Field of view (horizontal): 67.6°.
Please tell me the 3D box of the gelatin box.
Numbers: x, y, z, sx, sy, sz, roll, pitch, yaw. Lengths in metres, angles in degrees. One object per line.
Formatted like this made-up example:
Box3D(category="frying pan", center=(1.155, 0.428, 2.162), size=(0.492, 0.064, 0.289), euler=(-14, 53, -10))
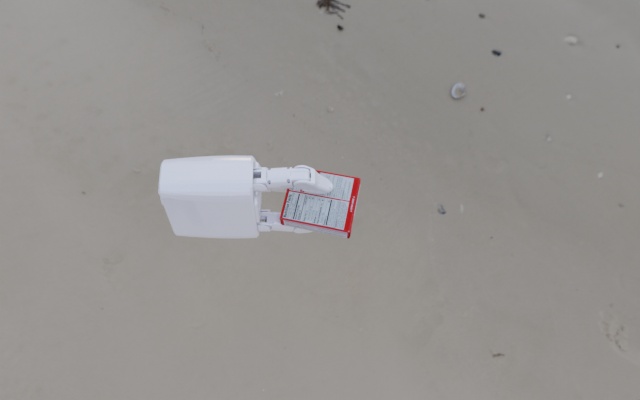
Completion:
Box3D(category="gelatin box", center=(0.000, 0.002, 0.594), size=(0.089, 0.073, 0.030), euler=(10, -21, 6))
